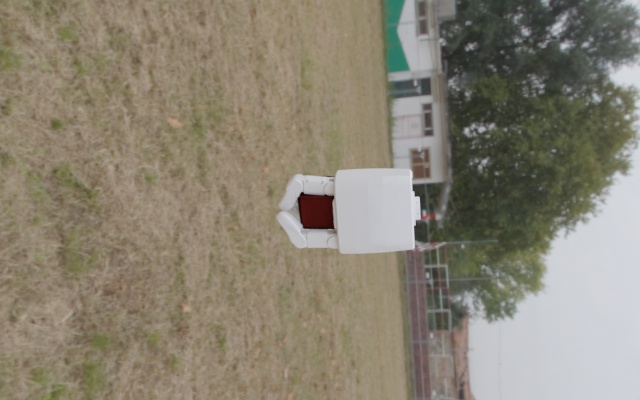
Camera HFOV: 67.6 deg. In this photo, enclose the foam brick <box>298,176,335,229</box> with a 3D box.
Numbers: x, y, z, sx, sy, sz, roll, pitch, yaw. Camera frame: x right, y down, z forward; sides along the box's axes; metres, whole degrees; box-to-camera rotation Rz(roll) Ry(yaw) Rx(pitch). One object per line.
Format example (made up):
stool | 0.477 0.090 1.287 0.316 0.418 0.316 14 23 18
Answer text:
foam brick | 0.000 0.002 0.712 0.051 0.053 0.078 -1 28 10
